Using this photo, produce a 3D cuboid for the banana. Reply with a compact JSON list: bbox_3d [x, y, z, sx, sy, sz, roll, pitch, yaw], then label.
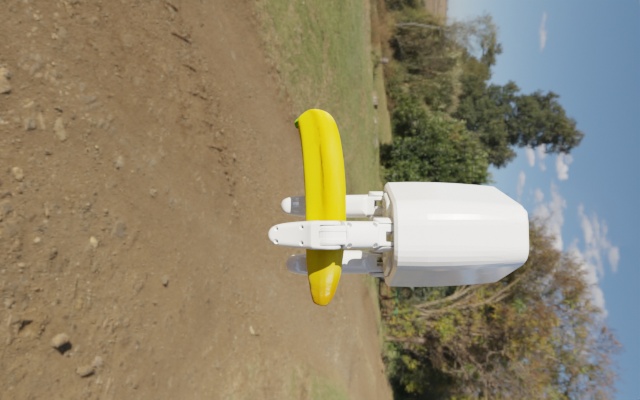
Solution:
[{"bbox_3d":[0.002,-0.010,0.426,0.037,0.197,0.070,-1,-27,-7],"label":"banana"}]
